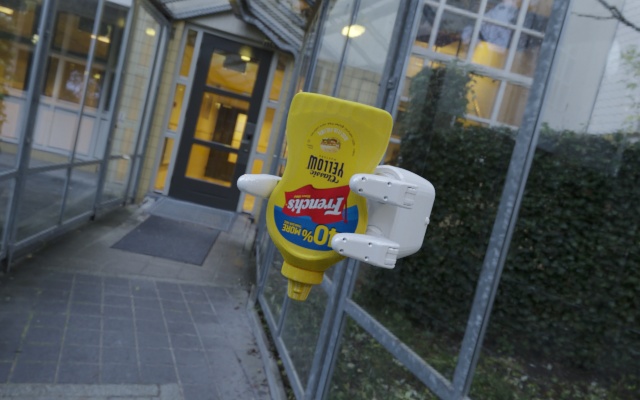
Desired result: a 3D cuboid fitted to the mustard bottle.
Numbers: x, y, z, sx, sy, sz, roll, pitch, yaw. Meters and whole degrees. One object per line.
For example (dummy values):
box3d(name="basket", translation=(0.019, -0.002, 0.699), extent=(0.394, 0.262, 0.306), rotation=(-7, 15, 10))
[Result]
box3d(name="mustard bottle", translation=(0.000, 0.001, 0.453), extent=(0.096, 0.191, 0.058), rotation=(15, 5, 7))
